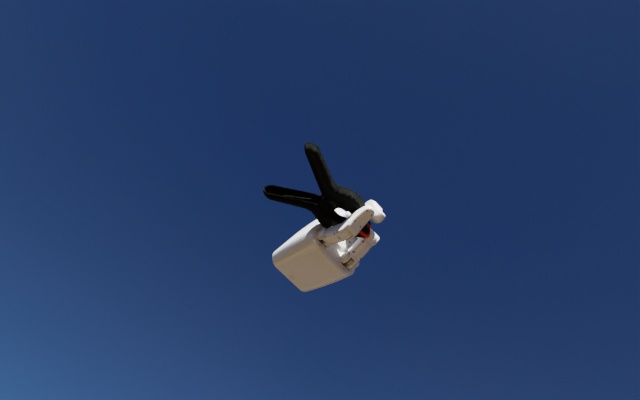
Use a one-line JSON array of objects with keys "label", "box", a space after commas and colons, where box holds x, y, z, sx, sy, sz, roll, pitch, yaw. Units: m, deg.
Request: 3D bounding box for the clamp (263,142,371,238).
[{"label": "clamp", "box": [0.000, 0.002, 0.712, 0.120, 0.171, 0.039, -30, 22, 37]}]
